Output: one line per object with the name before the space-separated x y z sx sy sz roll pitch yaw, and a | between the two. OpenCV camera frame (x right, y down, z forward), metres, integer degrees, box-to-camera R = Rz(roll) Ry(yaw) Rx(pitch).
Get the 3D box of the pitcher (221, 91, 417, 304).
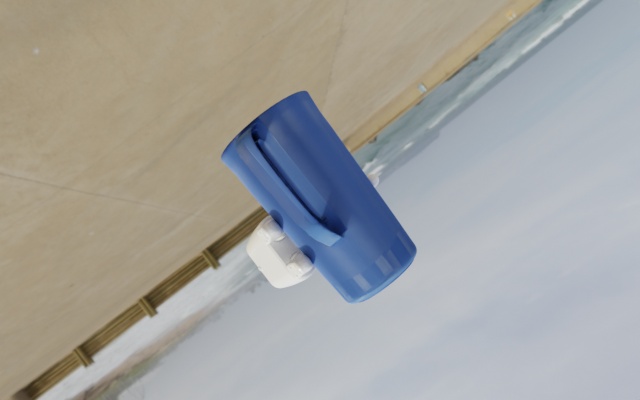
pitcher | 0.000 0.002 0.568 0.149 0.243 0.145 -37 -2 -30
